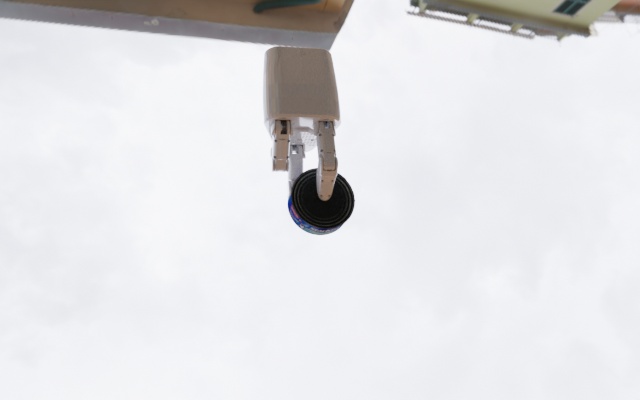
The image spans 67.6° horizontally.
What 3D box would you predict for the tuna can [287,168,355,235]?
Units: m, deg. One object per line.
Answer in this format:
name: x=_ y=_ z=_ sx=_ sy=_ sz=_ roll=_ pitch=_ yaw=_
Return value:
tuna can: x=0.000 y=0.002 z=0.631 sx=0.086 sy=0.086 sz=0.034 roll=0 pitch=-22 yaw=-15
